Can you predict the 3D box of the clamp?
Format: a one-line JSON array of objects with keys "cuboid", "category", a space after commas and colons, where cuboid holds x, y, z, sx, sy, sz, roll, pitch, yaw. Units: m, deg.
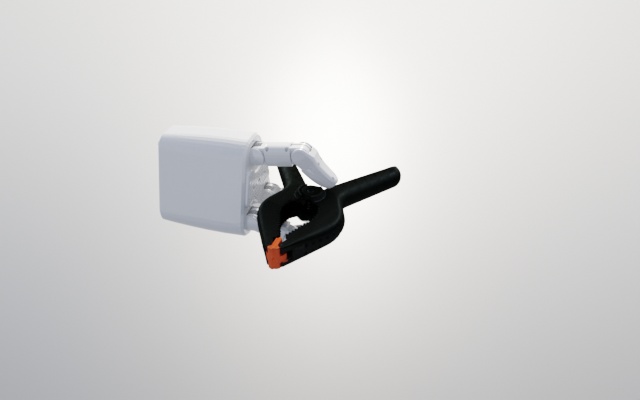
[{"cuboid": [0.000, 0.001, 0.532, 0.164, 0.036, 0.209, 7, 35, 11], "category": "clamp"}]
